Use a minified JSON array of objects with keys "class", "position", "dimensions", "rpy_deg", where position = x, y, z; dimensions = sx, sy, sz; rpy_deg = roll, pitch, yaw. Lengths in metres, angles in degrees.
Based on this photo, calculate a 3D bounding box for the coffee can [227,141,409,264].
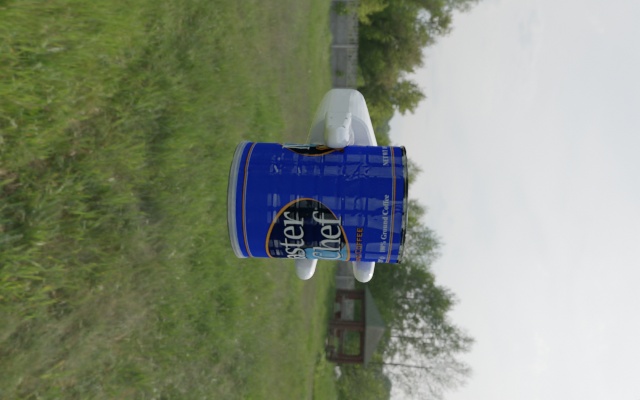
[{"class":"coffee can","position":[0.000,0.001,0.416],"dimensions":[0.140,0.103,0.103],"rpy_deg":[2,0,4]}]
